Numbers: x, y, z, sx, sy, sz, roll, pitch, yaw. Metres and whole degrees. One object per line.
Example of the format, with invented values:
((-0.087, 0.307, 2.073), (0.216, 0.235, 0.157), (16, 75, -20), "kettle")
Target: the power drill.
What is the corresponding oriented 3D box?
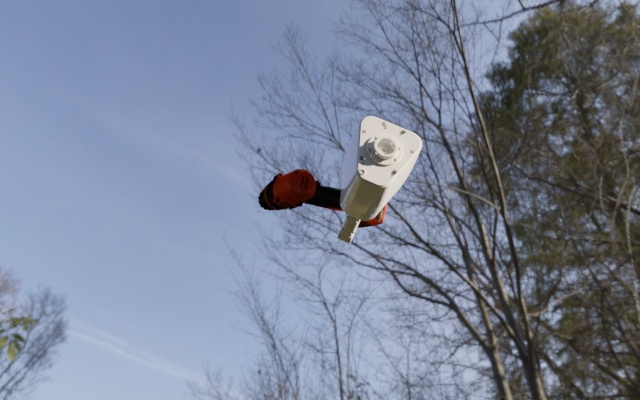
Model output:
((0.001, 0.003, 0.798), (0.187, 0.057, 0.184), (11, -11, -22), "power drill")
